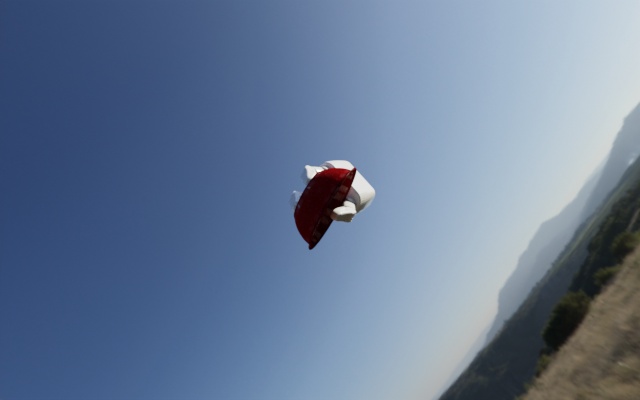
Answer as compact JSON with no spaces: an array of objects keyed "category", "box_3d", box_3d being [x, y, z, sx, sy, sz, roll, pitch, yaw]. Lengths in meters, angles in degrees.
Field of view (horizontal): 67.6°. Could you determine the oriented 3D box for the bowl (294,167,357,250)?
[{"category":"bowl","box_3d":[0.000,0.002,0.822,0.055,0.162,0.162,29,5,8]}]
